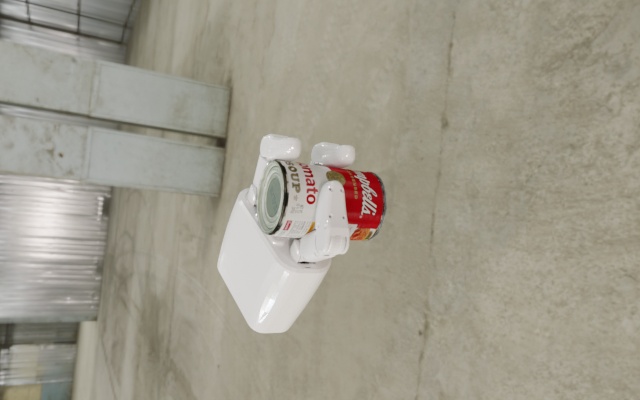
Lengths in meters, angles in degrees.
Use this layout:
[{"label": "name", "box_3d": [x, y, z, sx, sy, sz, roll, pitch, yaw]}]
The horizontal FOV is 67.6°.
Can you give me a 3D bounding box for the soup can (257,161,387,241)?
[{"label": "soup can", "box_3d": [0.000, 0.001, 0.439, 0.102, 0.068, 0.068, 6, -3, -27]}]
